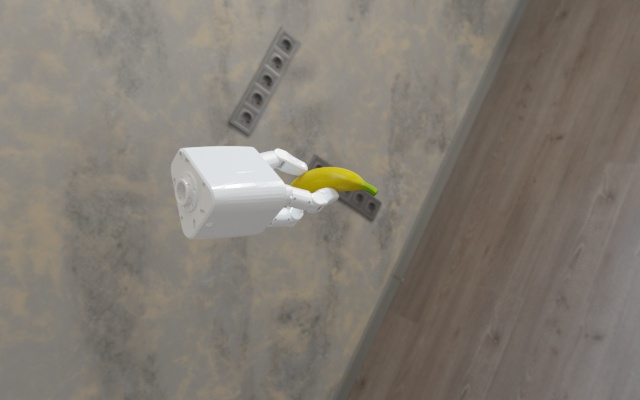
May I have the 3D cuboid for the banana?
[{"bbox_3d":[-0.007,-0.013,0.724,0.198,0.070,0.037,-14,24,47],"label":"banana"}]
